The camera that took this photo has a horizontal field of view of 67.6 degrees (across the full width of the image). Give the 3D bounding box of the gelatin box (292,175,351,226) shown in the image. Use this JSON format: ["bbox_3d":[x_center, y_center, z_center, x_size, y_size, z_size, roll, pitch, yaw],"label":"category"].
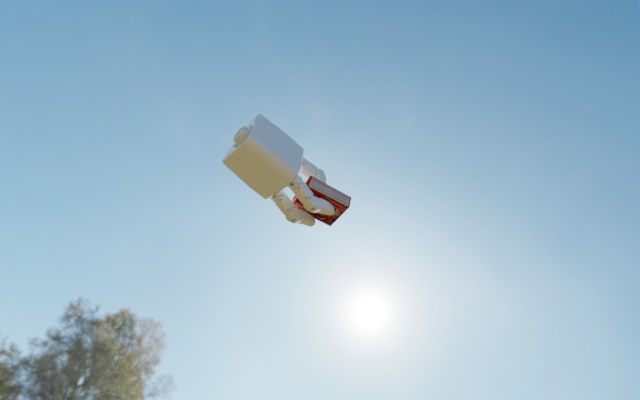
[{"bbox_3d":[0.001,0.003,0.877,0.089,0.030,0.073,27,-41,-13],"label":"gelatin box"}]
